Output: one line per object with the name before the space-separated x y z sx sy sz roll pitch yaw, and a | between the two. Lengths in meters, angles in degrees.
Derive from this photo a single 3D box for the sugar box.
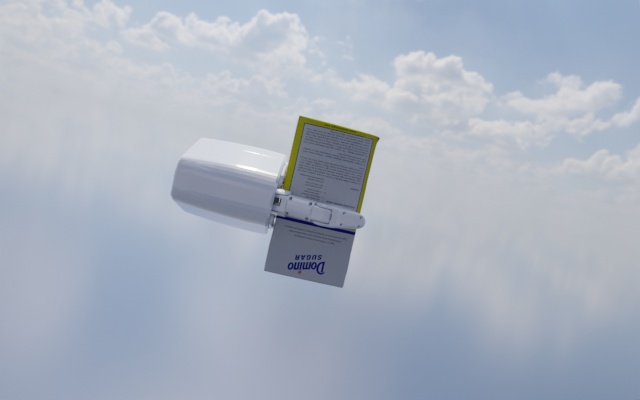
sugar box | 0.000 0.002 0.542 0.093 0.176 0.048 14 5 -4
